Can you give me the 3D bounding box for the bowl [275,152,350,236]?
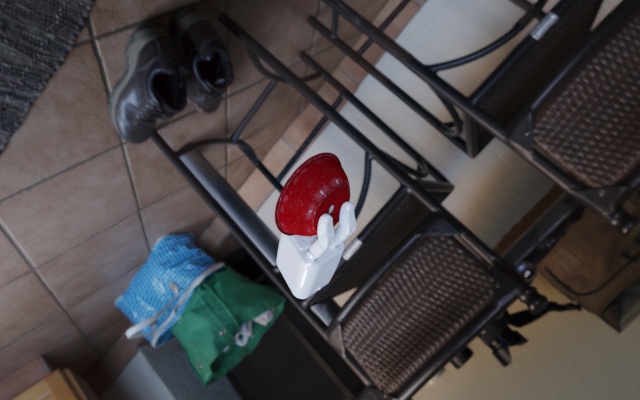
[{"bbox_3d":[0.000,0.002,0.800,0.055,0.162,0.162,34,18,30],"label":"bowl"}]
